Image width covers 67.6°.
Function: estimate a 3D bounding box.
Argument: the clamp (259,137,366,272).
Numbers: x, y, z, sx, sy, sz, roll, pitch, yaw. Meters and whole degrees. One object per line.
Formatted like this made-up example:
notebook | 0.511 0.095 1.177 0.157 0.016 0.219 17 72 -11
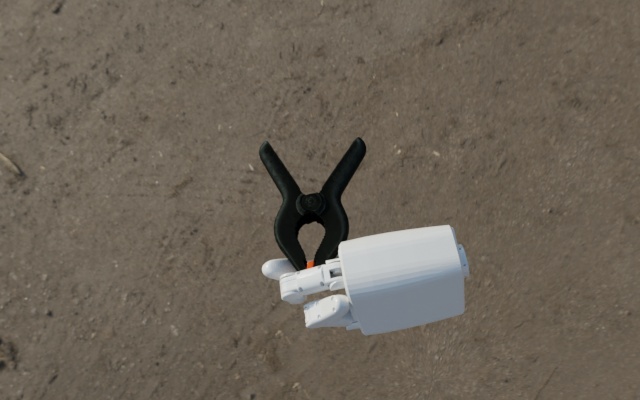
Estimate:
clamp | 0.000 0.002 0.513 0.120 0.171 0.039 -12 -22 7
